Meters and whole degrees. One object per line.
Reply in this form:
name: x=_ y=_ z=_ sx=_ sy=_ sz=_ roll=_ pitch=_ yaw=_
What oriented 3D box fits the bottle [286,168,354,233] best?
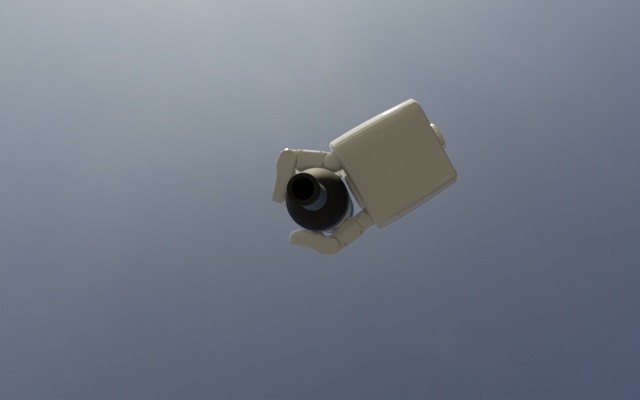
bottle: x=0.000 y=0.002 z=0.537 sx=0.069 sy=0.069 sz=0.296 roll=0 pitch=-4 yaw=6
